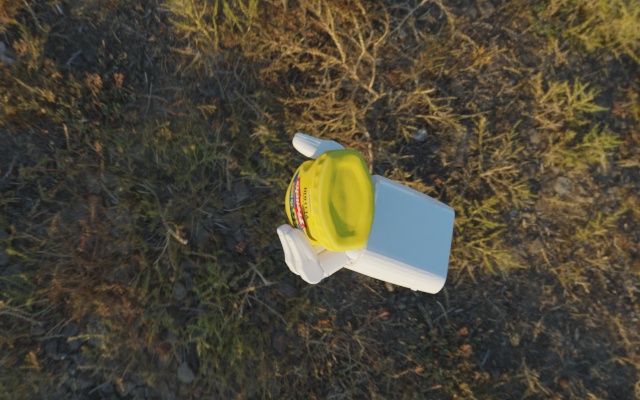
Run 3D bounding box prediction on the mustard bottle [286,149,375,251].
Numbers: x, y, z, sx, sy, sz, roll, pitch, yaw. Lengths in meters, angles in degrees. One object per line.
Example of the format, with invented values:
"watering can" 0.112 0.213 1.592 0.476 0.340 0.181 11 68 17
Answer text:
"mustard bottle" 0.000 0.002 0.529 0.058 0.096 0.191 -5 0 -15
